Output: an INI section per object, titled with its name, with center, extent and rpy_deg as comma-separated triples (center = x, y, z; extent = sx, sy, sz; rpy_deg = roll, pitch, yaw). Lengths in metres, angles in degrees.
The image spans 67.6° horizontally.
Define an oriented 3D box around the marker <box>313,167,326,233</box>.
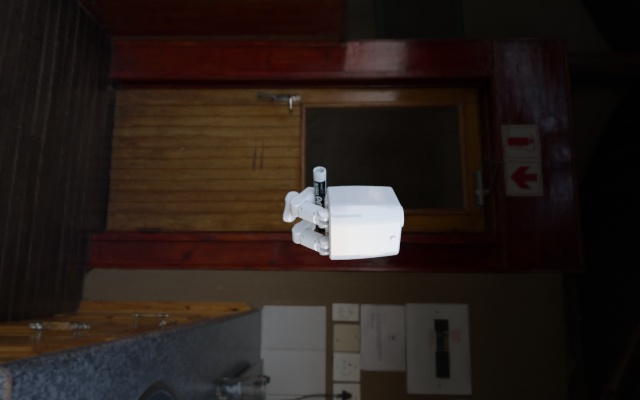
[marker]
center = 0.000, 0.002, 0.740
extent = 0.020, 0.121, 0.020
rpy_deg = -1, 38, 1
